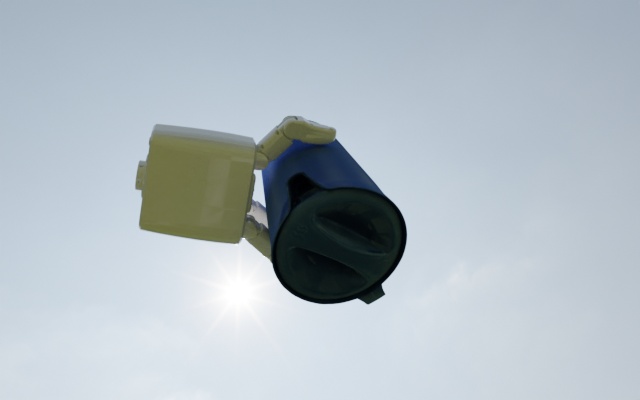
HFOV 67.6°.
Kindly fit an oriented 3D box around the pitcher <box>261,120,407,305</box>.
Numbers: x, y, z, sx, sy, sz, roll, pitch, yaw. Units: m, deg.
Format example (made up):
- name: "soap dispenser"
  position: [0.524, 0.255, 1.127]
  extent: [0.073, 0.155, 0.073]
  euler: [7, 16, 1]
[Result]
- name: "pitcher"
  position: [0.000, 0.002, 0.555]
  extent: [0.145, 0.149, 0.242]
  euler: [8, 26, -17]
